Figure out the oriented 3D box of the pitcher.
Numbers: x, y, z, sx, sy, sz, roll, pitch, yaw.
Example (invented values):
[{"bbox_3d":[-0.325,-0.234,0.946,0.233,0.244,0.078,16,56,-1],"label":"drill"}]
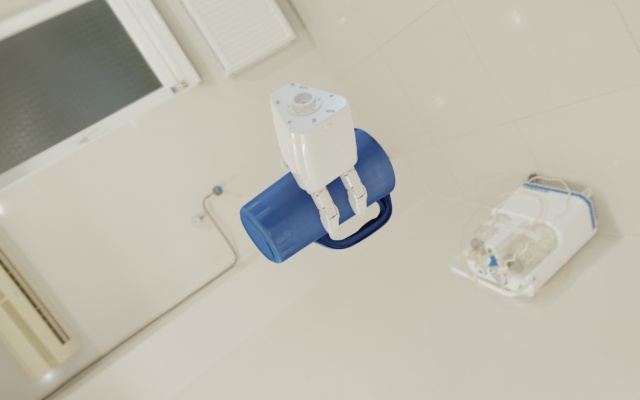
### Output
[{"bbox_3d":[0.000,0.002,0.782,0.243,0.145,0.149,-35,55,-20],"label":"pitcher"}]
